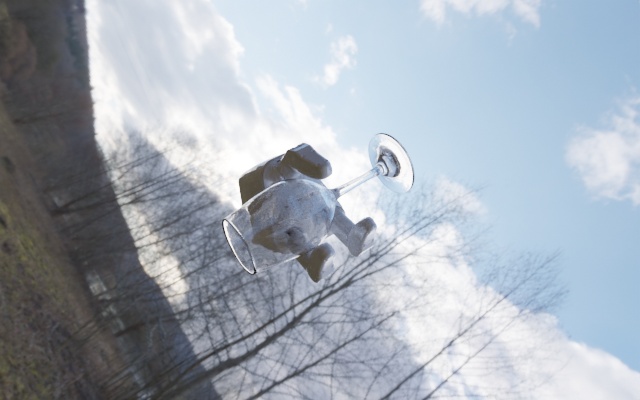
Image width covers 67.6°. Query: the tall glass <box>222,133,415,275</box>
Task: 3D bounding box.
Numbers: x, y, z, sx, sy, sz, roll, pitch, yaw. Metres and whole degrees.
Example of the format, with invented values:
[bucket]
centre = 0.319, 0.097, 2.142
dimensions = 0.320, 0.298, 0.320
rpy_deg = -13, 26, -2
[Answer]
[tall glass]
centre = 0.001, 0.001, 0.500
dimensions = 0.201, 0.079, 0.079
rpy_deg = -29, 13, -24
